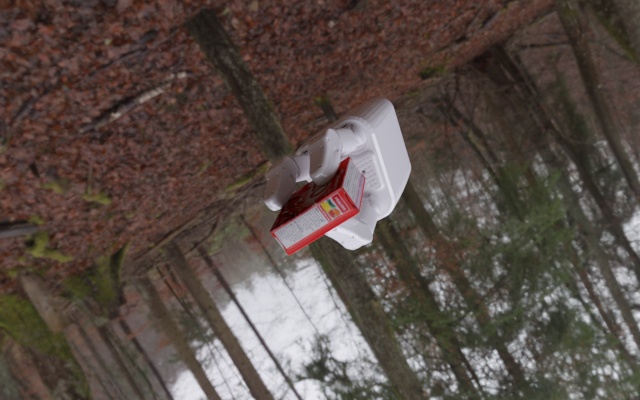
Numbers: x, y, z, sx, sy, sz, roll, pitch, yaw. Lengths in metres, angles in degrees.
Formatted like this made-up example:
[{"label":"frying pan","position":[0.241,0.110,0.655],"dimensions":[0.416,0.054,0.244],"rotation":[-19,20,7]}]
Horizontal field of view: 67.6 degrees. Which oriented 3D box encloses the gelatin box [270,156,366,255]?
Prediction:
[{"label":"gelatin box","position":[0.000,0.002,0.420],"dimensions":[0.073,0.030,0.089],"rotation":[-32,14,19]}]
